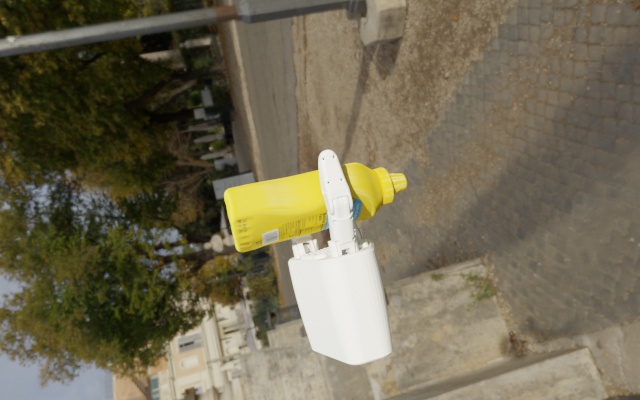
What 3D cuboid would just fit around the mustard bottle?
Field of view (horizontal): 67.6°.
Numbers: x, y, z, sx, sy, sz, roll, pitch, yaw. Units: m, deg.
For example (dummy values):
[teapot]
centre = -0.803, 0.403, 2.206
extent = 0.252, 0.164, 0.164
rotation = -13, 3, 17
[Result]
[mustard bottle]
centre = 0.000, 0.001, 0.501
extent = 0.191, 0.058, 0.096
rotation = -13, -24, -11
